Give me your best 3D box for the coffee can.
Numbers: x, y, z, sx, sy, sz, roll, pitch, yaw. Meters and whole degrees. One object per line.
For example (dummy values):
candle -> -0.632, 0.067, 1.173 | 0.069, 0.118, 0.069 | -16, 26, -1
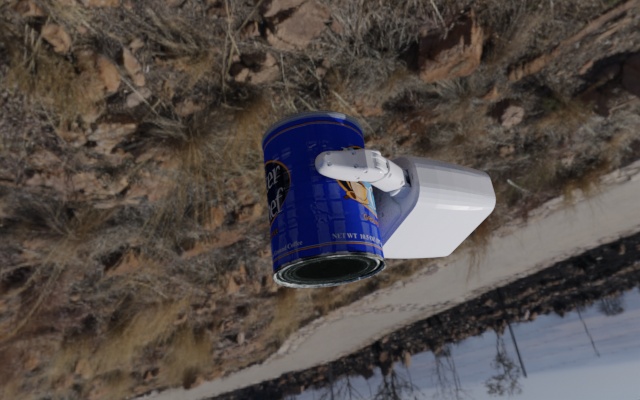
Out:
coffee can -> 0.000, 0.001, 0.453 | 0.103, 0.140, 0.103 | -6, -23, -3
